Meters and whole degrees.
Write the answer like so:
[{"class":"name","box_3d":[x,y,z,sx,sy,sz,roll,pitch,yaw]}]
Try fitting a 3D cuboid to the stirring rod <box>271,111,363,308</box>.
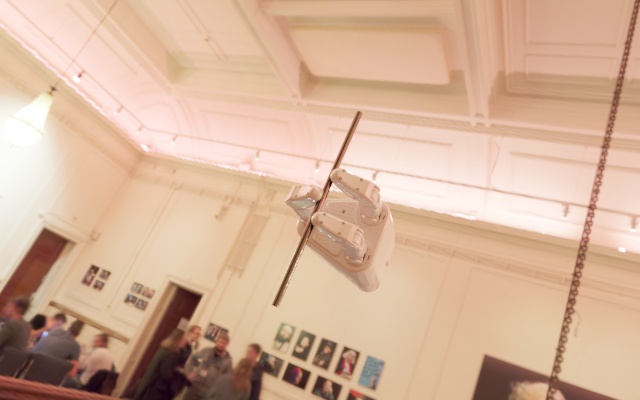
[{"class":"stirring rod","box_3d":[0.000,0.002,0.517,0.011,0.239,0.011,21,-20,8]}]
